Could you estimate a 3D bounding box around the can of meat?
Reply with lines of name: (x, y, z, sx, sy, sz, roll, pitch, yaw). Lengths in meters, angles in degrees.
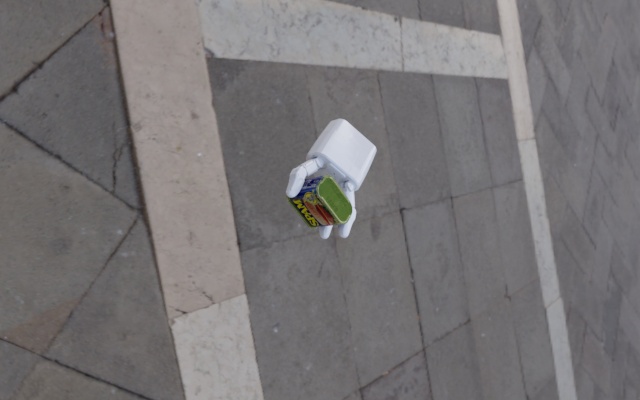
can of meat: (0.000, 0.003, 0.887, 0.084, 0.102, 0.057, -8, 38, 45)
